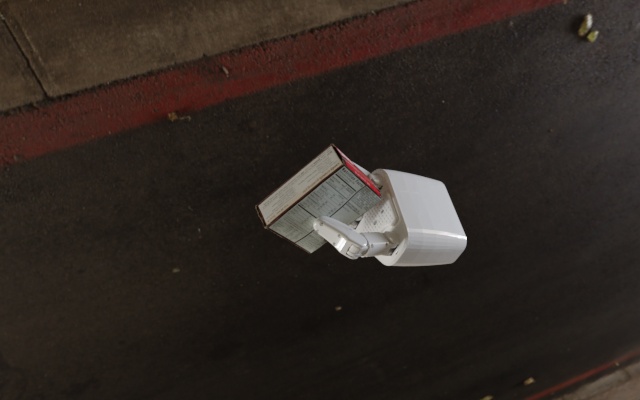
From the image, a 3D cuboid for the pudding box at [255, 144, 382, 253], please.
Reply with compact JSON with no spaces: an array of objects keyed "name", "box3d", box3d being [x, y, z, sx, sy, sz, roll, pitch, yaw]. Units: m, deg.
[{"name":"pudding box","box3d":[0.000,0.002,0.530,0.113,0.039,0.090,-40,-41,12]}]
